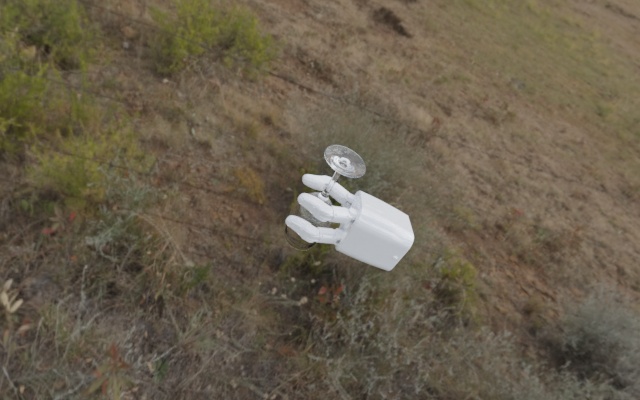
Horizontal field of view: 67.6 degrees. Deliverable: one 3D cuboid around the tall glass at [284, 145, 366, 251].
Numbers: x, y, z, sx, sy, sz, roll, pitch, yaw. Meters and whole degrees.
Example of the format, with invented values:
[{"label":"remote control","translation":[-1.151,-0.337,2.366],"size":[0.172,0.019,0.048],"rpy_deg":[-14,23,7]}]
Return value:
[{"label":"tall glass","translation":[0.000,0.002,0.827],"size":[0.079,0.079,0.201],"rpy_deg":[0,-42,-33]}]
